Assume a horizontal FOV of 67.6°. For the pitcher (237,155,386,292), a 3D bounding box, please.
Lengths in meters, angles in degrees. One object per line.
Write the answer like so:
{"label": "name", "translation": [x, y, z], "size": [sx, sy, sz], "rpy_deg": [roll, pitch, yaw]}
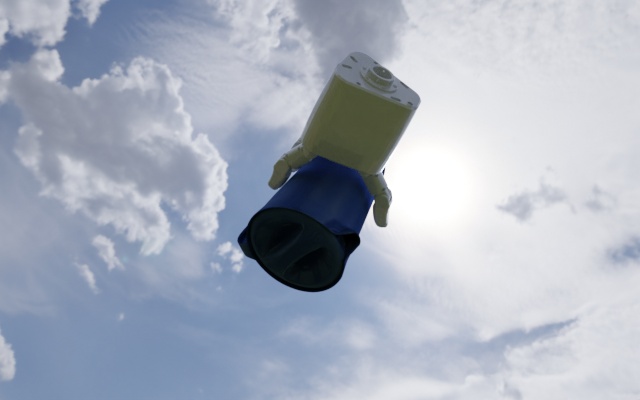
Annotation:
{"label": "pitcher", "translation": [0.000, 0.002, 0.676], "size": [0.149, 0.145, 0.242], "rpy_deg": [29, 41, 4]}
